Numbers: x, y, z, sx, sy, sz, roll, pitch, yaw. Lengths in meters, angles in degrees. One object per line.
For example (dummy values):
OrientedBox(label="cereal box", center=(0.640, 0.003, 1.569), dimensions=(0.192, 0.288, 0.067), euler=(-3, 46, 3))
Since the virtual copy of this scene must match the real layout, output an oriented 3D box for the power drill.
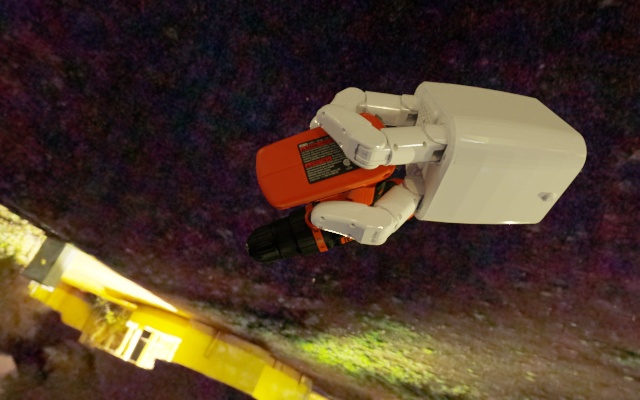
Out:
OrientedBox(label="power drill", center=(0.000, 0.001, 0.441), dimensions=(0.184, 0.057, 0.188), euler=(-20, -19, 1))
